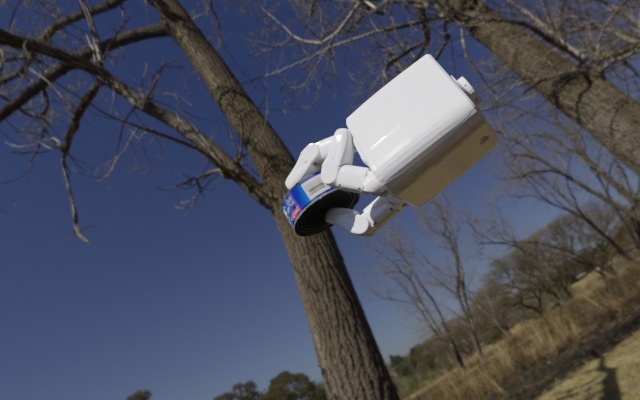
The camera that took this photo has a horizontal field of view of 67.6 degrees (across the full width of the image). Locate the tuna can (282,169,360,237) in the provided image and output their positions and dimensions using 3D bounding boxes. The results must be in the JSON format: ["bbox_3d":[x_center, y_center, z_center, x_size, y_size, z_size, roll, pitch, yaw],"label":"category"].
[{"bbox_3d":[0.000,0.001,0.545,0.086,0.033,0.086,-27,-26,-14],"label":"tuna can"}]
